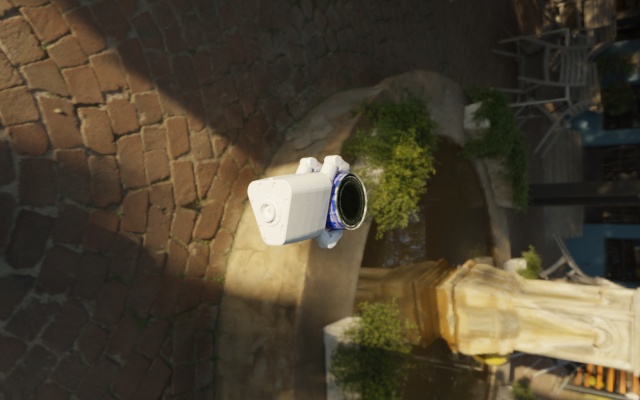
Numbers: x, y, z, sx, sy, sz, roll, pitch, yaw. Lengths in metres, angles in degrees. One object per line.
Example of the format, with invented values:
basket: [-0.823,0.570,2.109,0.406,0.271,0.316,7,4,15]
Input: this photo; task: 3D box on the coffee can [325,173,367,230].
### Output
coffee can: [0.000,0.003,0.883,0.140,0.103,0.103,-1,-1,36]
